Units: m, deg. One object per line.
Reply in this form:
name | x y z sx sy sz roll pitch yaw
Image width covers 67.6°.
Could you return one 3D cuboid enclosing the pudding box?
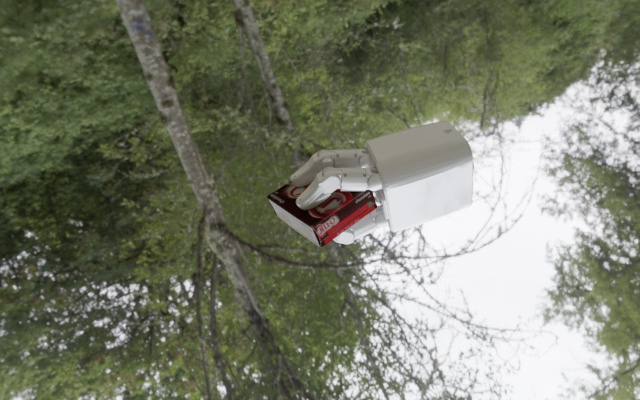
pudding box | 0.000 0.002 0.587 0.090 0.039 0.113 -33 32 -21
